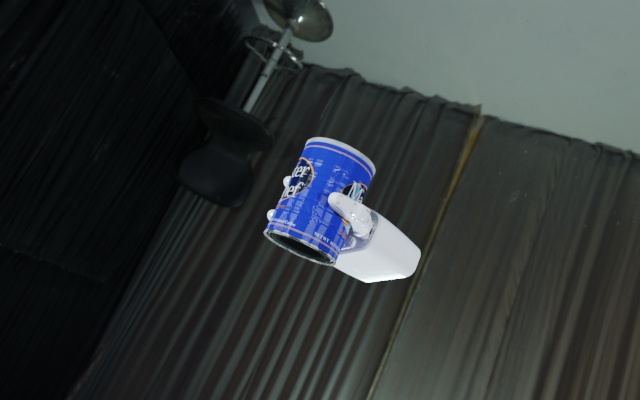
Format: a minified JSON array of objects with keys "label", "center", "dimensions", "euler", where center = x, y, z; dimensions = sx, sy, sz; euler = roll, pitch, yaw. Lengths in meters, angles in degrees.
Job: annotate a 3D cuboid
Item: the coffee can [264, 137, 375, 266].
[{"label":"coffee can","center":[0.000,0.002,0.637],"dimensions":[0.103,0.140,0.103],"euler":[23,-16,7]}]
